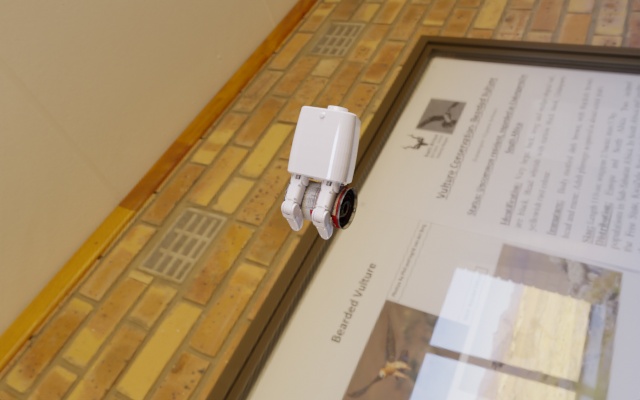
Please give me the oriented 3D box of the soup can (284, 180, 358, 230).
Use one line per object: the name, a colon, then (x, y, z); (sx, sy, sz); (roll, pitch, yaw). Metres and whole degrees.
soup can: (0.000, 0.003, 0.774); (0.102, 0.068, 0.068); (13, 6, 26)
